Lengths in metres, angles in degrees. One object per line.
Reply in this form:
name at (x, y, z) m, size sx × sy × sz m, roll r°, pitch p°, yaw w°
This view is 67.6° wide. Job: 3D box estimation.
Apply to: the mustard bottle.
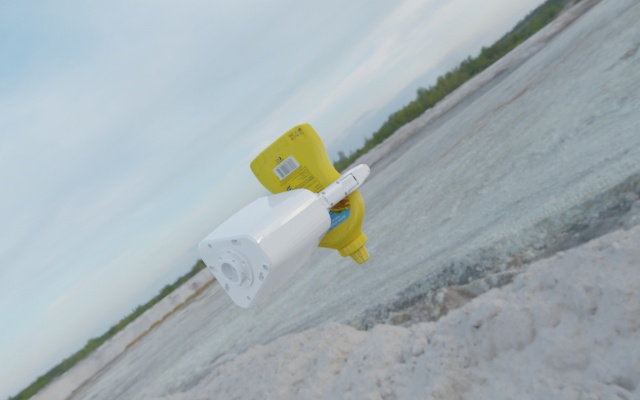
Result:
mustard bottle at (0.000, 0.002, 0.616) m, size 0.096 × 0.191 × 0.058 m, roll -36°, pitch 2°, yaw 21°
